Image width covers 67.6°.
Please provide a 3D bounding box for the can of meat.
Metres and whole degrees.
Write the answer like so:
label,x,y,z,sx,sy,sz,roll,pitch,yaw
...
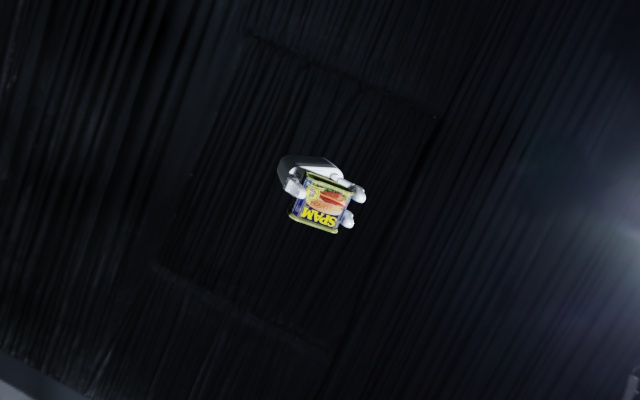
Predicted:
label,x,y,z,sx,sy,sz,roll,pitch,yaw
can of meat,0.000,0.003,0.893,0.102,0.084,0.057,20,13,-19
